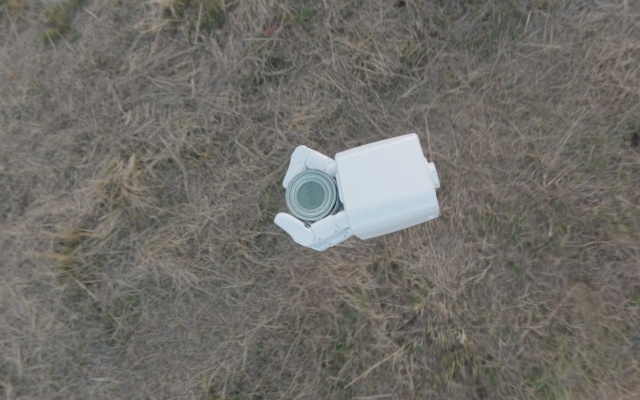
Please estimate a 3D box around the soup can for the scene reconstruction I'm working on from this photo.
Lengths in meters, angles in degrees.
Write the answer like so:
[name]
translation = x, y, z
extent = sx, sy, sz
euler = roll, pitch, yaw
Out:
[soup can]
translation = 0.000, 0.002, 0.629
extent = 0.068, 0.068, 0.102
euler = 0, -10, 14
